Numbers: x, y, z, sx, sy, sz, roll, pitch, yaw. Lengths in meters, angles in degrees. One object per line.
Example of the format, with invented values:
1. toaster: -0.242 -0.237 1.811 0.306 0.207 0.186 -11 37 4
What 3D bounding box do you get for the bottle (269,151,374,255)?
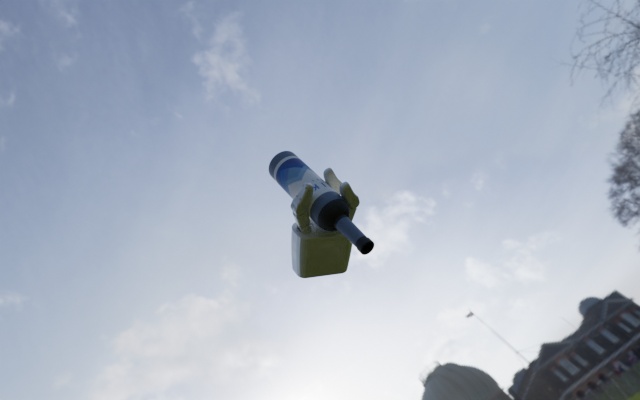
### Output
1. bottle: 0.000 0.003 0.872 0.069 0.069 0.295 0 30 -37
